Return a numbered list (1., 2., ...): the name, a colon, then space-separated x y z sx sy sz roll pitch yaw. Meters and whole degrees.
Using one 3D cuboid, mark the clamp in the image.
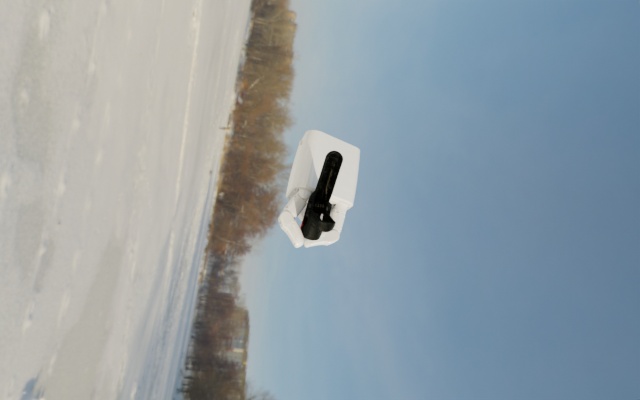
1. clamp: 0.001 0.003 0.715 0.039 0.120 0.171 18 -18 -9
